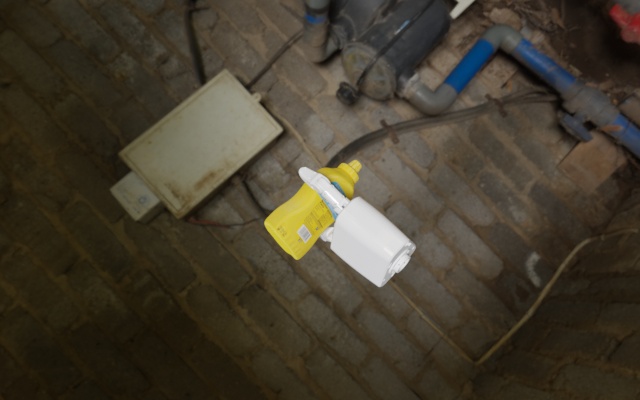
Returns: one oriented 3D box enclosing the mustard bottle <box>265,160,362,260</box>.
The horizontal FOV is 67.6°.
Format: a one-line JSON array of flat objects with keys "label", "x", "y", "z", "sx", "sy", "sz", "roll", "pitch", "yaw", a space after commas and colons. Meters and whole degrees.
[{"label": "mustard bottle", "x": 0.000, "y": 0.003, "z": 0.796, "sx": 0.058, "sy": 0.191, "sz": 0.096, "roll": 31, "pitch": -19, "yaw": 44}]
